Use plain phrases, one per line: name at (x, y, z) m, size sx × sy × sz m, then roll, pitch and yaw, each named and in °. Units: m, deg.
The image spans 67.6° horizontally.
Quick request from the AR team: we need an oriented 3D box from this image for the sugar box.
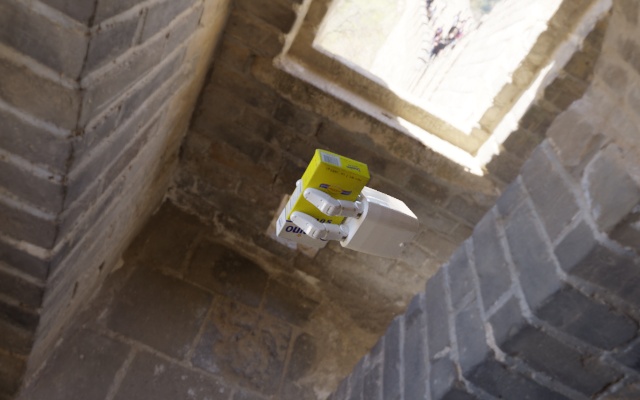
sugar box at (0.000, 0.003, 0.807) m, size 0.093 × 0.176 × 0.048 m, roll 17°, pitch 34°, yaw -19°
